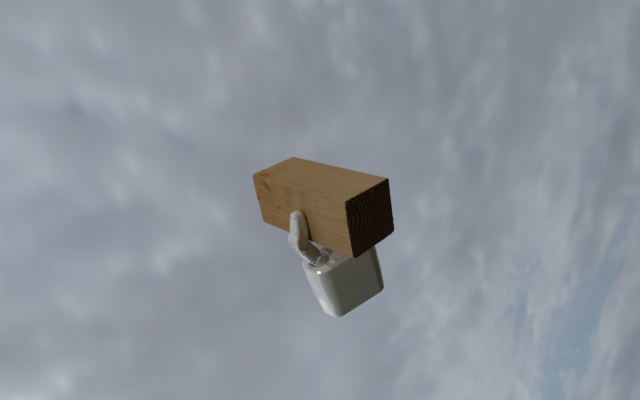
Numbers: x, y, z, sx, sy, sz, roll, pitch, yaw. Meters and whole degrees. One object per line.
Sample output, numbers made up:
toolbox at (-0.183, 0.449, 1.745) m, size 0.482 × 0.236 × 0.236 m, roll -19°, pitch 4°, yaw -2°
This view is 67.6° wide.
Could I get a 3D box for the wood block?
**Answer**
wood block at (0.000, 0.003, 0.724) m, size 0.091 × 0.090 × 0.206 m, roll -29°, pitch 31°, yaw -35°
